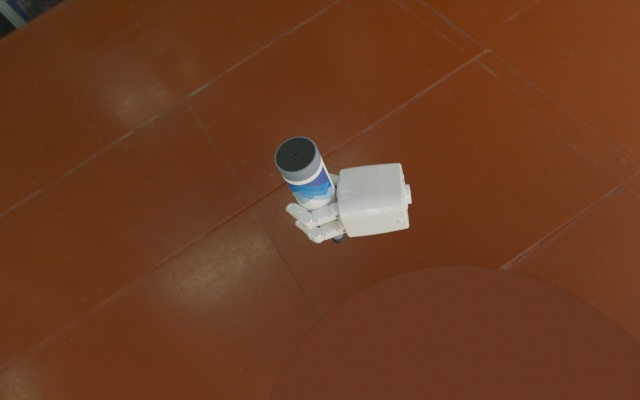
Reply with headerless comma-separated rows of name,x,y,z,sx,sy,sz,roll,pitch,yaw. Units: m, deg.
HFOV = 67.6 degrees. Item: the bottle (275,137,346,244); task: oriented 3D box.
bottle,0.000,0.003,0.833,0.069,0.069,0.296,0,-29,17
